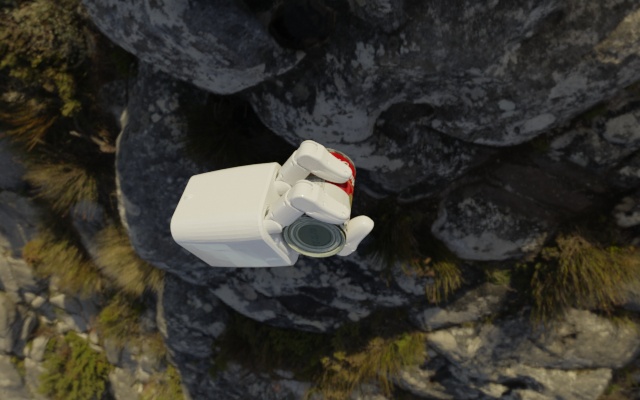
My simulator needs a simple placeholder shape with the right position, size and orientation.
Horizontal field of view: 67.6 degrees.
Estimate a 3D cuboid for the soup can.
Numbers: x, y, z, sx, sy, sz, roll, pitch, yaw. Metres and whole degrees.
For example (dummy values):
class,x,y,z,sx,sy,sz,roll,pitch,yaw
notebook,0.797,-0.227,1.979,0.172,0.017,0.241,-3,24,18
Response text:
class,x,y,z,sx,sy,sz,roll,pitch,yaw
soup can,0.001,0.002,0.518,0.068,0.102,0.069,6,-42,5
